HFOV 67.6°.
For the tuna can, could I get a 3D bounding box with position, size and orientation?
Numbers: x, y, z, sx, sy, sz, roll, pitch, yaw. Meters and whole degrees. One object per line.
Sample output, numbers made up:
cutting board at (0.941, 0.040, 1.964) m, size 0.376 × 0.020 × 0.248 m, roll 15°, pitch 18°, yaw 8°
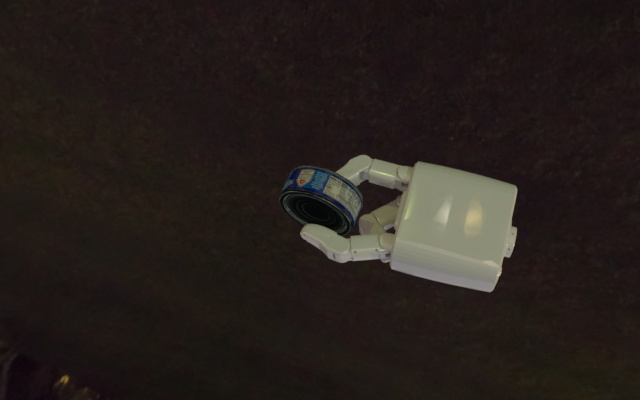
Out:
tuna can at (0.000, 0.002, 0.509) m, size 0.086 × 0.033 × 0.086 m, roll 20°, pitch -27°, yaw 11°
